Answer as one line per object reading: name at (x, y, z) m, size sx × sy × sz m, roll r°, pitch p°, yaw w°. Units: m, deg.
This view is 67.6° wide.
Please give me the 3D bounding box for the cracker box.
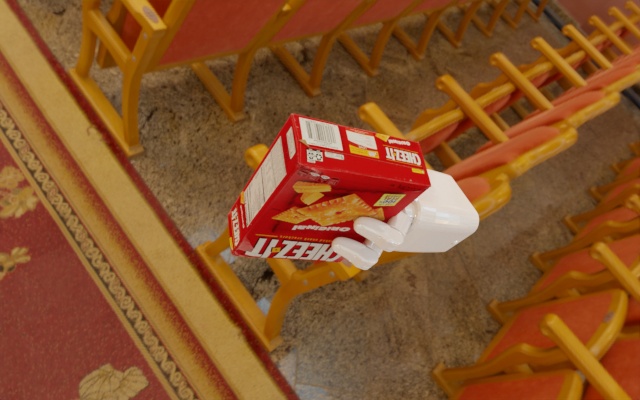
cracker box at (0.000, 0.002, 0.576) m, size 0.164 × 0.072 × 0.214 m, roll 8°, pitch -34°, yaw -27°
